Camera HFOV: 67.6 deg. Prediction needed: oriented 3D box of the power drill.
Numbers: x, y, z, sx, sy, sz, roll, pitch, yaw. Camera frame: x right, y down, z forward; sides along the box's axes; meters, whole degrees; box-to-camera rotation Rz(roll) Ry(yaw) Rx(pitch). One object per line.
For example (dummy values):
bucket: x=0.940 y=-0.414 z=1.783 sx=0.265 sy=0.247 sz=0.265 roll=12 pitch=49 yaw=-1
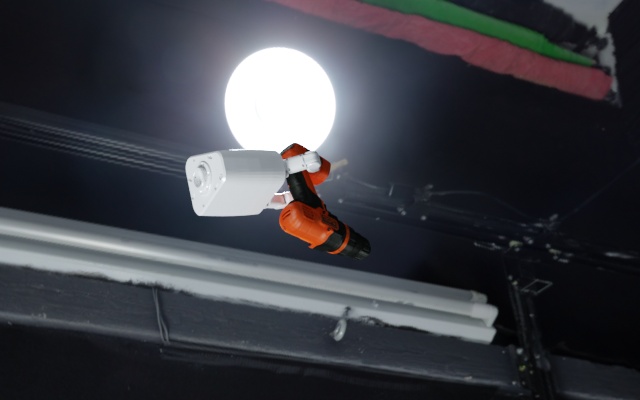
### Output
power drill: x=0.000 y=0.002 z=0.784 sx=0.057 sy=0.187 sz=0.184 roll=-40 pitch=-45 yaw=23
